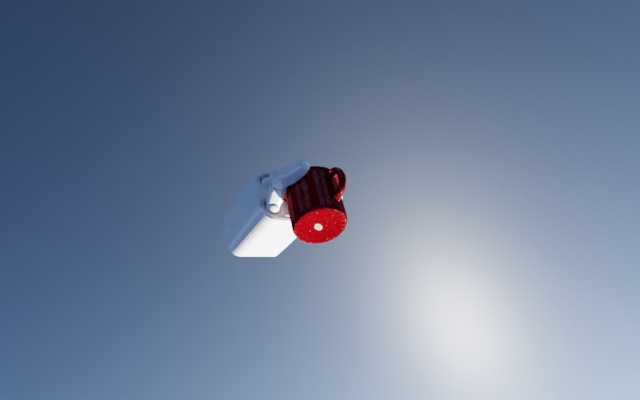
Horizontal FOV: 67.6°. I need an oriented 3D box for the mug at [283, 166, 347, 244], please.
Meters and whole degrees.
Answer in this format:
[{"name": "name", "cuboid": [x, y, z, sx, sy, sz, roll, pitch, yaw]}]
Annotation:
[{"name": "mug", "cuboid": [0.001, 0.002, 0.702, 0.093, 0.081, 0.117, 22, -54, -32]}]
